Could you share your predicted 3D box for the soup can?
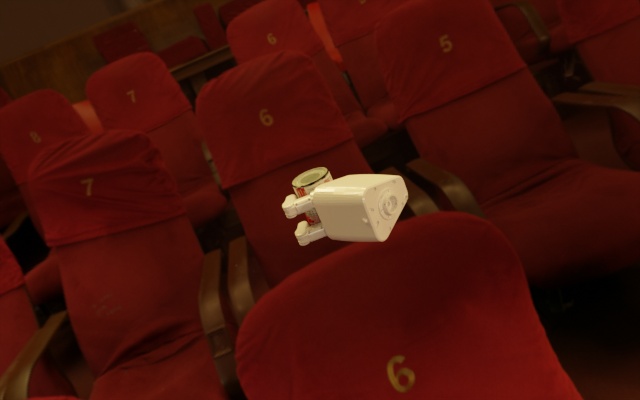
[{"bbox_3d":[0.000,0.002,0.825,0.068,0.102,0.068,-20,22,9],"label":"soup can"}]
